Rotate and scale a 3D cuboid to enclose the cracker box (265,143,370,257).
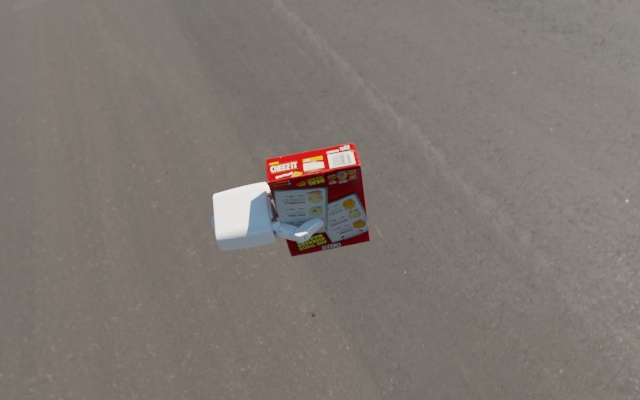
[{"bbox_3d":[0.000,0.003,0.899,0.164,0.072,0.214,-11,-43,2],"label":"cracker box"}]
